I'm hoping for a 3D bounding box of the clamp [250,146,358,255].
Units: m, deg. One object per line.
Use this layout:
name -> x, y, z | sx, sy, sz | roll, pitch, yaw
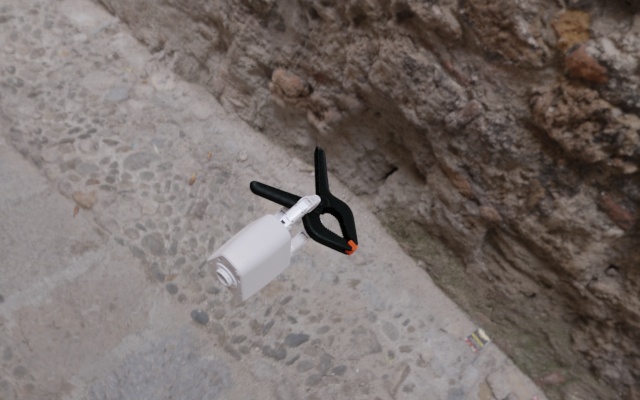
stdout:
clamp -> 0.001, 0.003, 0.849 | 0.164, 0.210, 0.036 | -39, -11, -29
